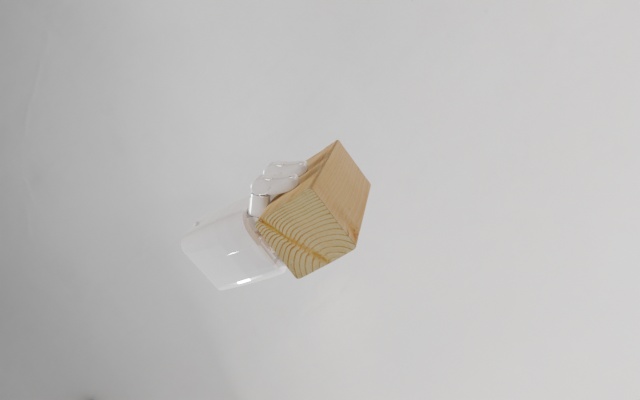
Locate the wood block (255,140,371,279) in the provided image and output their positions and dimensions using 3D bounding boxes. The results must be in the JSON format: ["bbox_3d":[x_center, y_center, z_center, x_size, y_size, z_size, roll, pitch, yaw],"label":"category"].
[{"bbox_3d":[0.000,0.003,0.644,0.090,0.091,0.206,-32,13,21],"label":"wood block"}]
